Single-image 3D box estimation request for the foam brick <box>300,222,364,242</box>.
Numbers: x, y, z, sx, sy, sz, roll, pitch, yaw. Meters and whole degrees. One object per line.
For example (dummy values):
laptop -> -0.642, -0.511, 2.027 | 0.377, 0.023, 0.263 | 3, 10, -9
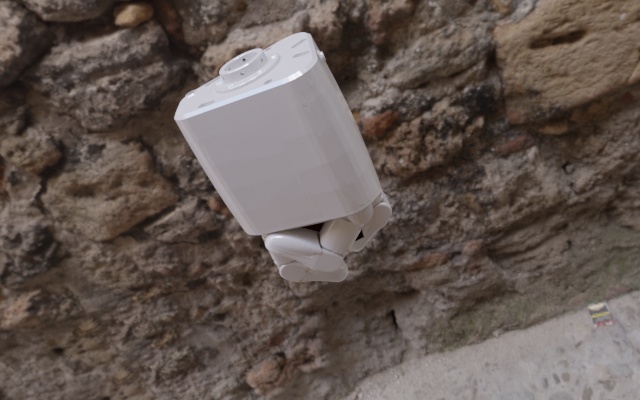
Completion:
foam brick -> 0.000, 0.001, 0.414 | 0.053, 0.051, 0.078 | -24, 32, 9
